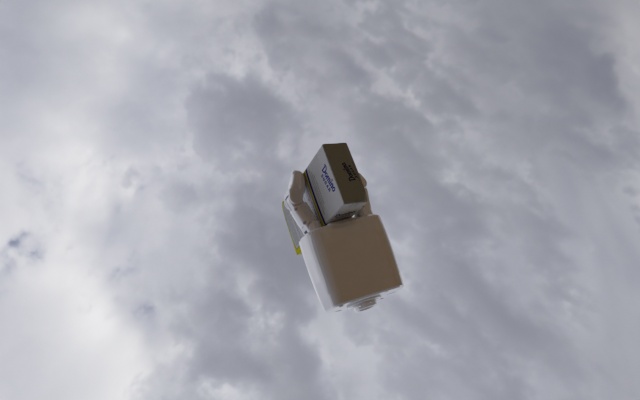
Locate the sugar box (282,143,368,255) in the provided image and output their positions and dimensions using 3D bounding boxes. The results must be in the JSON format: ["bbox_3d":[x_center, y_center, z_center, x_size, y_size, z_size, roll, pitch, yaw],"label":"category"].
[{"bbox_3d":[0.001,0.002,0.692,0.048,0.093,0.176,-7,-24,-31],"label":"sugar box"}]
